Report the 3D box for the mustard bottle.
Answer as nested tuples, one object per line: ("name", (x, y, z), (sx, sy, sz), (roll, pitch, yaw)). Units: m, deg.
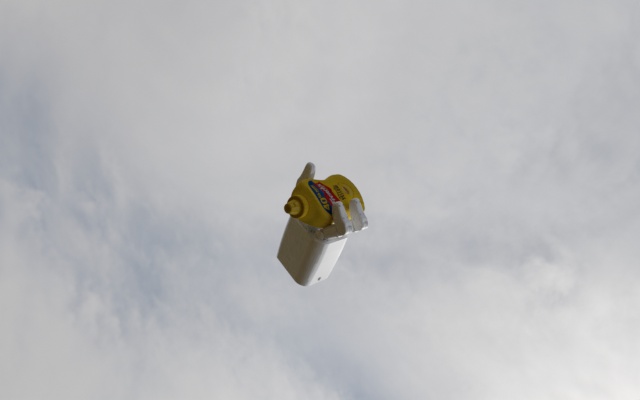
("mustard bottle", (0.000, 0.003, 0.878), (0.058, 0.096, 0.191), (-42, -18, 33))
